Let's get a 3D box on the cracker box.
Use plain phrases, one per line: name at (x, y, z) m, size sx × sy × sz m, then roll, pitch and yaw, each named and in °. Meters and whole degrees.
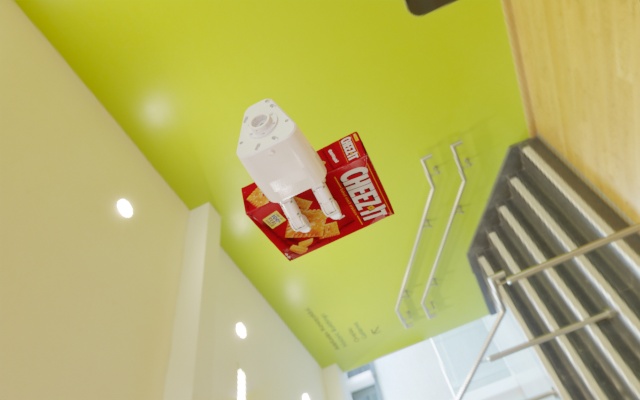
cracker box at (0.000, 0.003, 0.810) m, size 0.214 × 0.072 × 0.164 m, roll -25°, pitch -43°, yaw 8°
